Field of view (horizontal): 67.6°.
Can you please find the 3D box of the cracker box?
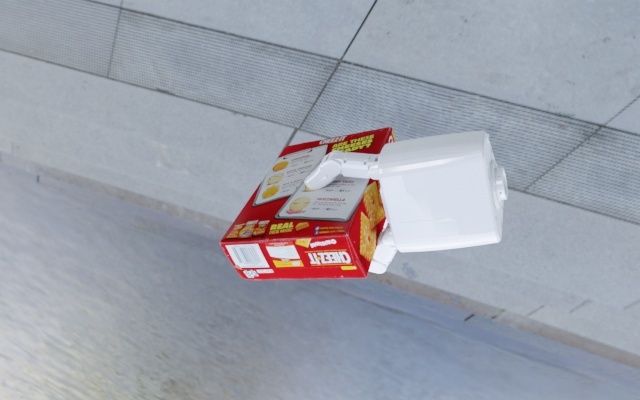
[{"bbox_3d":[0.000,0.002,0.593,0.164,0.072,0.213,-6,34,27],"label":"cracker box"}]
